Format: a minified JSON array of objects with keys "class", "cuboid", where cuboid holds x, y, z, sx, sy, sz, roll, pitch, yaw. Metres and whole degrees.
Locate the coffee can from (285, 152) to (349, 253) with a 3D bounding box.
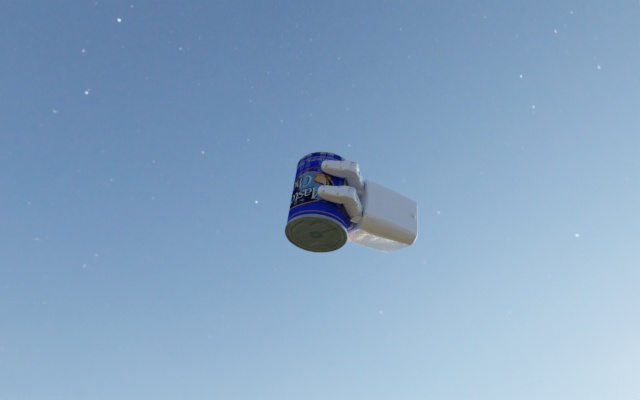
[{"class":"coffee can","cuboid":[0.000,0.003,0.813,0.103,0.140,0.103,5,-38,4]}]
